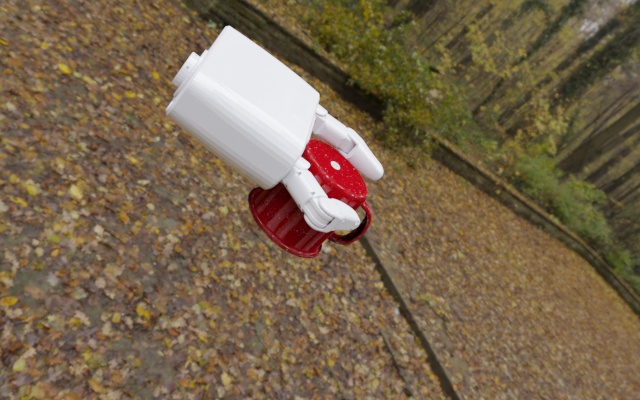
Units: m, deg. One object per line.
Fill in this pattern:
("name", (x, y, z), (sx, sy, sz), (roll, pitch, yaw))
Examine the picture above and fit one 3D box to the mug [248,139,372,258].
("mug", (0.001, 0.002, 0.468), (0.117, 0.081, 0.093), (36, 24, -19))
